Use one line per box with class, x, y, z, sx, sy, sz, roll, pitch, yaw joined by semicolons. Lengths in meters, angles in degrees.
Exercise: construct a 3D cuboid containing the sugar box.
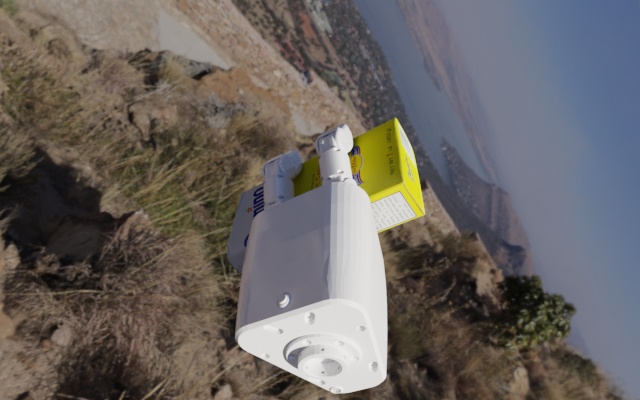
sugar box;0.000;0.001;0.428;0.176;0.093;0.048;-22;-53;21
